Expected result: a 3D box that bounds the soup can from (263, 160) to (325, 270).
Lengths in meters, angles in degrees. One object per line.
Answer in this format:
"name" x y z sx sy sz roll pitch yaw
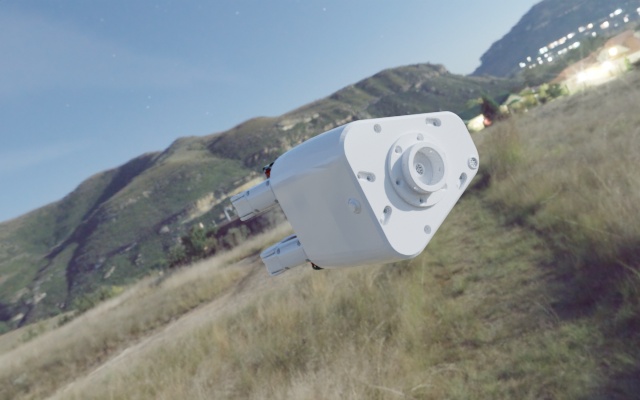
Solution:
"soup can" 0.000 0.001 0.427 0.068 0.102 0.068 -27 6 3
